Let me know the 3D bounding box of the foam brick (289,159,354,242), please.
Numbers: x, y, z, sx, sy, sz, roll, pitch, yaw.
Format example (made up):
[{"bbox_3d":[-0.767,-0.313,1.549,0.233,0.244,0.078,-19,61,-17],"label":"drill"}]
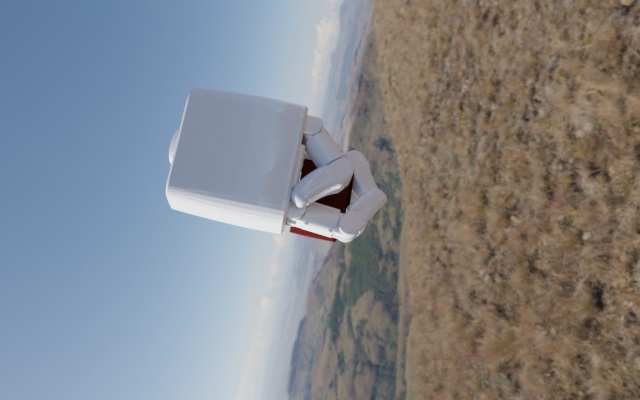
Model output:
[{"bbox_3d":[0.000,0.002,0.485,0.051,0.053,0.078,11,-25,-3],"label":"foam brick"}]
